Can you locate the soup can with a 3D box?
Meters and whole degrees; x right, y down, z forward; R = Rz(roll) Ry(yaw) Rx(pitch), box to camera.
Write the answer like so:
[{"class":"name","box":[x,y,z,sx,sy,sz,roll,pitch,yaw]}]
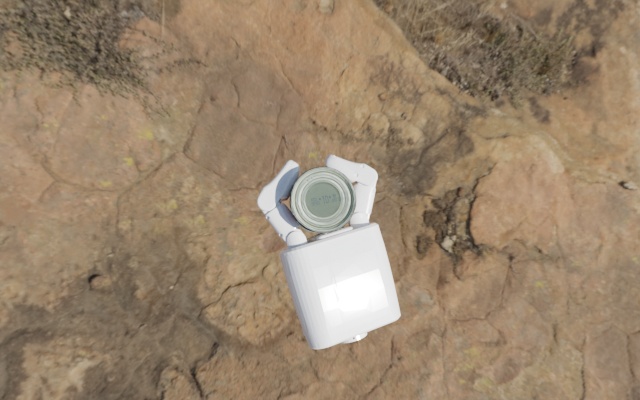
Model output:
[{"class":"soup can","box":[0.000,0.001,0.516,0.068,0.068,0.102,0,-2,-3]}]
